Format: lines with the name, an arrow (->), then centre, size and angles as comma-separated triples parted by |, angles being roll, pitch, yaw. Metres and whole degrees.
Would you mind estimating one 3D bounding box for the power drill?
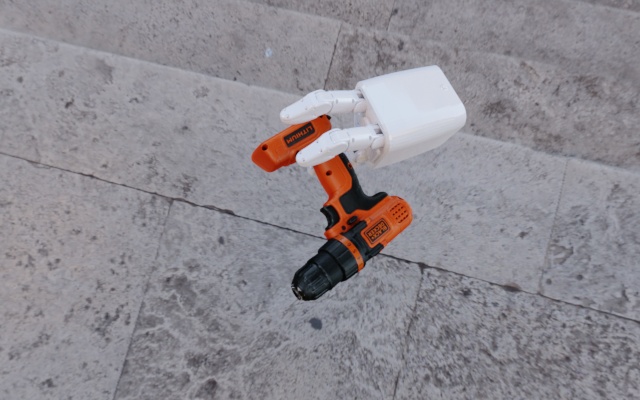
power drill -> 0.000, 0.001, 0.572 | 0.184, 0.187, 0.057 | -35, 1, -27
